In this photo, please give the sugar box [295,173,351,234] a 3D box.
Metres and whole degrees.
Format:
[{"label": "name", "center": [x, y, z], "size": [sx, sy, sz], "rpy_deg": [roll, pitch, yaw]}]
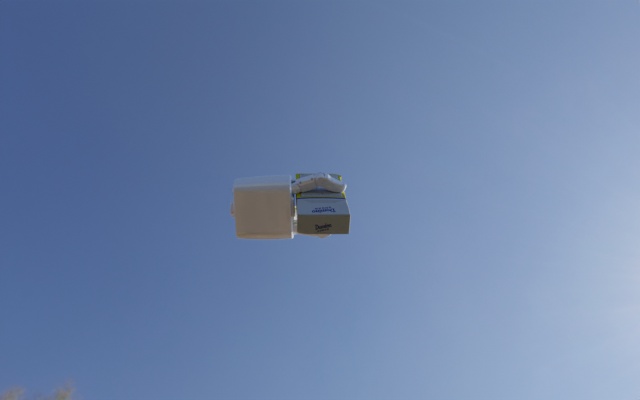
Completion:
[{"label": "sugar box", "center": [0.000, 0.003, 0.891], "size": [0.093, 0.048, 0.176], "rpy_deg": [1, 29, -4]}]
